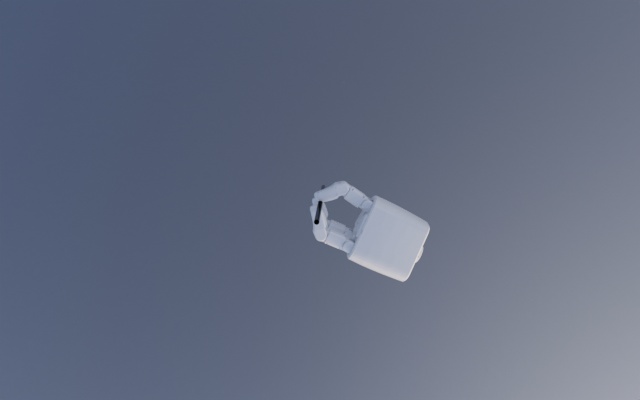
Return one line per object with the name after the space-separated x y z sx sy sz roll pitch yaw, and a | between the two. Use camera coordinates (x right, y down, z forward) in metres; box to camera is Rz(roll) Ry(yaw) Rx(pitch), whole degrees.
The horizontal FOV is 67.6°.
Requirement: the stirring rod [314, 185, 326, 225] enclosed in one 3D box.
0.000 0.003 0.807 0.011 0.011 0.239 0 14 3 | stirring rod
